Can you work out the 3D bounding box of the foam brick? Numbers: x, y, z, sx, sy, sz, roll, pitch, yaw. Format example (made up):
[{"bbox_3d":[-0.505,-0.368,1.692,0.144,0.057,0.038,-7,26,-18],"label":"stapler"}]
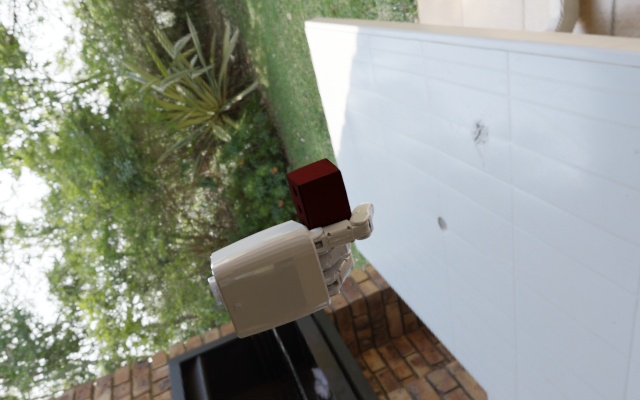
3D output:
[{"bbox_3d":[0.000,0.001,0.533,0.051,0.078,0.053,-20,23,-11],"label":"foam brick"}]
